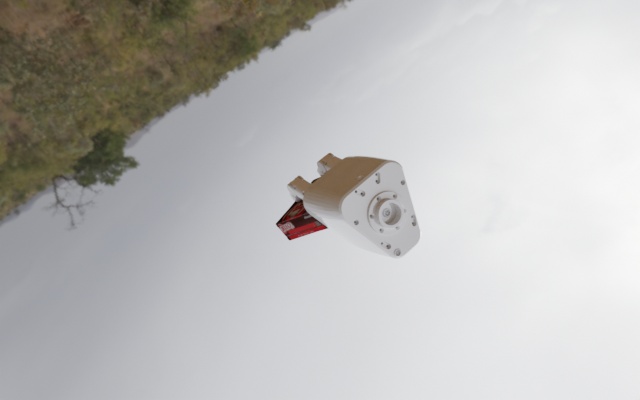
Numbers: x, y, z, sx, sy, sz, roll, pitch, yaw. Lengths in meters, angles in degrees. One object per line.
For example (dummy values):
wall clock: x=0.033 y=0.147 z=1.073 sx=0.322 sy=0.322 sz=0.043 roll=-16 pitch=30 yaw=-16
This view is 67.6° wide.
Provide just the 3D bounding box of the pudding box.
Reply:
pudding box: x=0.000 y=0.002 z=0.680 sx=0.090 sy=0.039 sz=0.113 roll=-20 pitch=22 yaw=46
